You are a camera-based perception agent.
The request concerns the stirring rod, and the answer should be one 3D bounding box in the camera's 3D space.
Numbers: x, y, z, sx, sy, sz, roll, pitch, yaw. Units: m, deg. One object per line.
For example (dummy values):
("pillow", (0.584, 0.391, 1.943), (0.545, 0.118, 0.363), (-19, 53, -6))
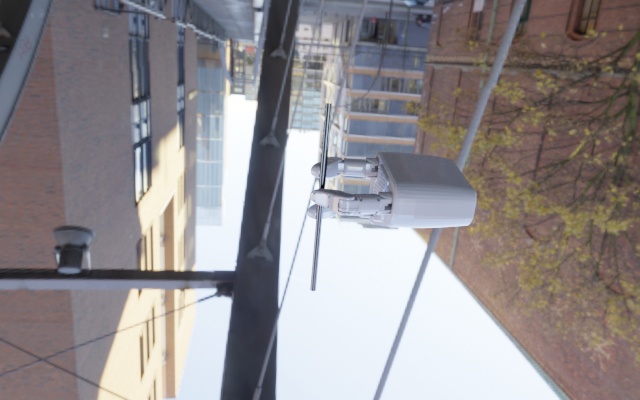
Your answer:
("stirring rod", (0.000, 0.002, 0.591), (0.011, 0.239, 0.011), (4, 16, -1))
